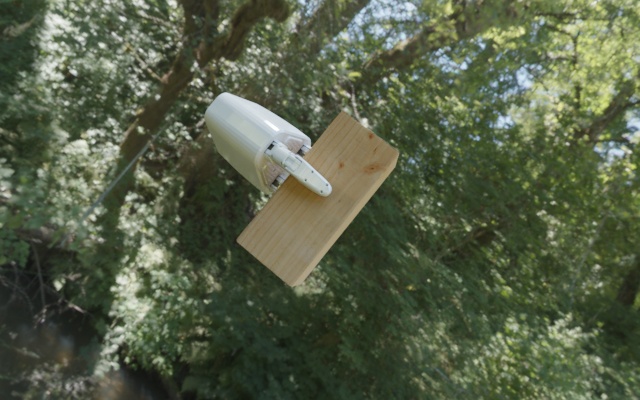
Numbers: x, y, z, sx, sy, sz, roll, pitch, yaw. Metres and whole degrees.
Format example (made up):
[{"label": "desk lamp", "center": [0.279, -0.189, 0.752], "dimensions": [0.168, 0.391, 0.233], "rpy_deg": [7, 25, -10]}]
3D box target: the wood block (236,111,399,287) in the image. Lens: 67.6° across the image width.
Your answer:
[{"label": "wood block", "center": [0.000, 0.002, 0.613], "dimensions": [0.090, 0.206, 0.091], "rpy_deg": [38, -3, 10]}]
